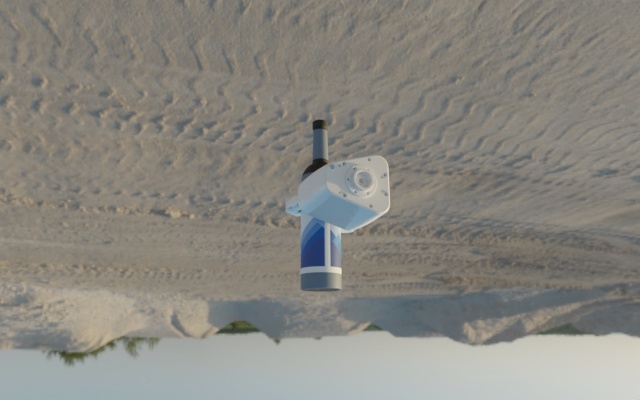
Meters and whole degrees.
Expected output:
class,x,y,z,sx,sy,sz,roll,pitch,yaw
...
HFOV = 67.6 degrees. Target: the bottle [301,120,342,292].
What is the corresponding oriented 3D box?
class,x,y,z,sx,sy,sz,roll,pitch,yaw
bottle,0.000,0.003,0.811,0.069,0.295,0.069,0,-16,0
